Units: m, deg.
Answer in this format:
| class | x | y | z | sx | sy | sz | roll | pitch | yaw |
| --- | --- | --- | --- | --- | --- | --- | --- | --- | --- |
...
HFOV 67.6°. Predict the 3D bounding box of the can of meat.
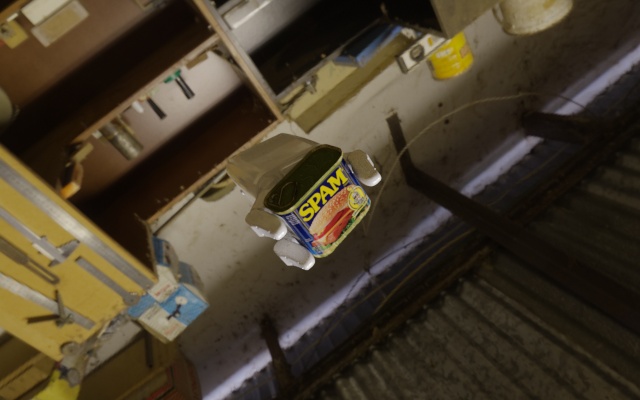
| class | x | y | z | sx | sy | sz | roll | pitch | yaw |
| --- | --- | --- | --- | --- | --- | --- | --- | --- | --- |
| can of meat | 0.000 | 0.002 | 0.544 | 0.057 | 0.102 | 0.084 | 24 | -24 | 52 |
